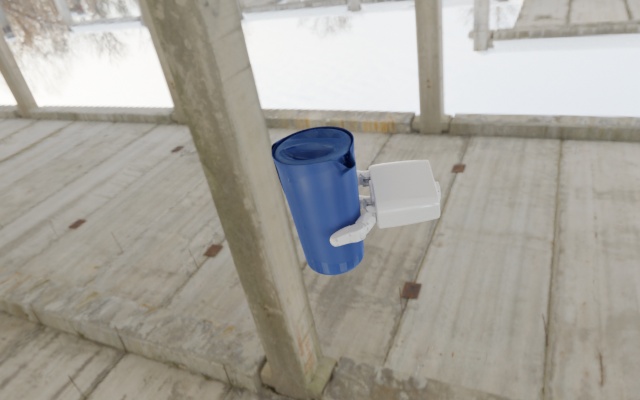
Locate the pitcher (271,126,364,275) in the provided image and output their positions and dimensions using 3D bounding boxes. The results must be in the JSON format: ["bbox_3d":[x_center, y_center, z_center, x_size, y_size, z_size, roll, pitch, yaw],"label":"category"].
[{"bbox_3d":[0.000,0.003,0.822,0.145,0.243,0.149,-9,32,4],"label":"pitcher"}]
